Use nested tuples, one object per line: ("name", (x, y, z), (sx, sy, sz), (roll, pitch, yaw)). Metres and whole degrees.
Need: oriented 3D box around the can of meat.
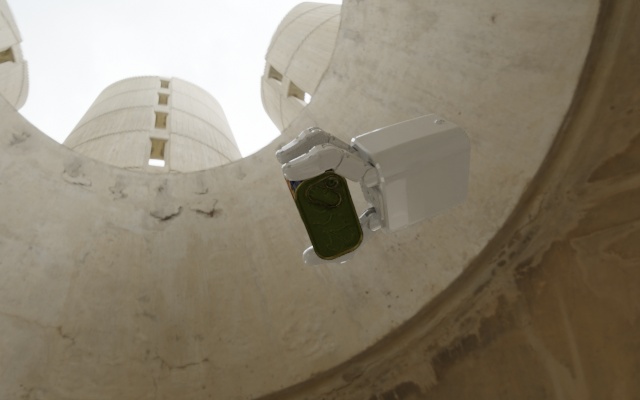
("can of meat", (0.000, 0.002, 0.540), (0.057, 0.102, 0.084), (-23, 28, -5))
